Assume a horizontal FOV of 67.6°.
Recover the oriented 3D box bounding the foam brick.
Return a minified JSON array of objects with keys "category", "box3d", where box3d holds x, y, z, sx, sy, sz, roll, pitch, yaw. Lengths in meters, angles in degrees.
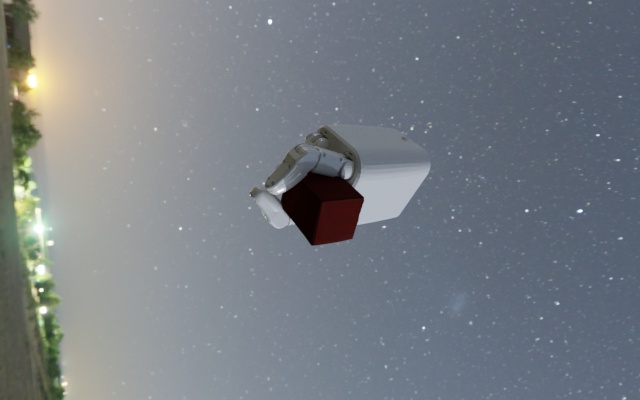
[{"category":"foam brick","box3d":[0.000,0.002,0.494,0.051,0.053,0.078,-4,33,-31]}]
